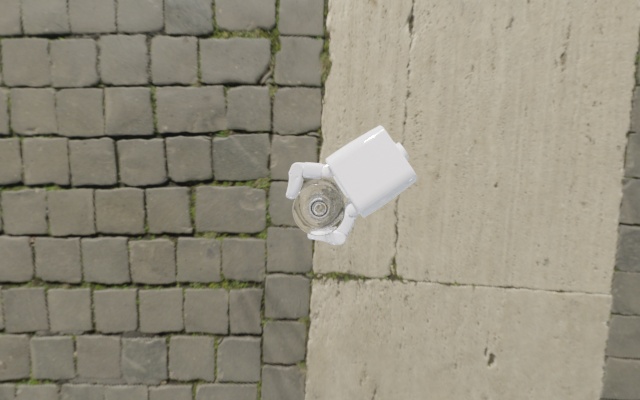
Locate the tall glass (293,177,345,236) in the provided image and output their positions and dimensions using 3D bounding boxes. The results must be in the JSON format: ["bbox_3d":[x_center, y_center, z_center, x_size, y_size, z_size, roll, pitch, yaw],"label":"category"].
[{"bbox_3d":[0.000,0.003,0.767,0.079,0.079,0.201,0,6,1],"label":"tall glass"}]
